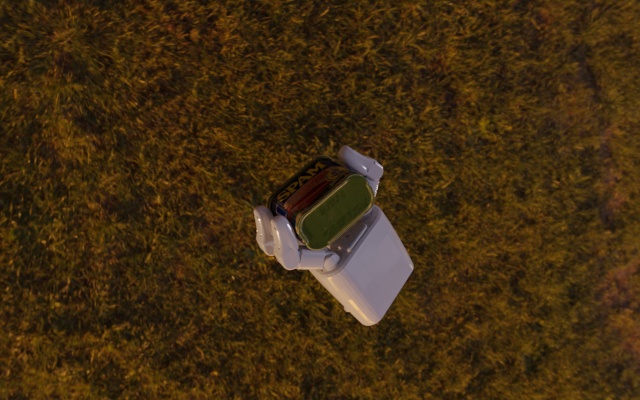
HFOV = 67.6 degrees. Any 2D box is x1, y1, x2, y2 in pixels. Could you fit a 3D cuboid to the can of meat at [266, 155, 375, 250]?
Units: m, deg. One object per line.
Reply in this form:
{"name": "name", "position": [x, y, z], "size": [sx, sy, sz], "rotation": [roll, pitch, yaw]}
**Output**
{"name": "can of meat", "position": [0.000, 0.002, 0.545], "size": [0.102, 0.057, 0.084], "rotation": [-40, 31, -11]}
